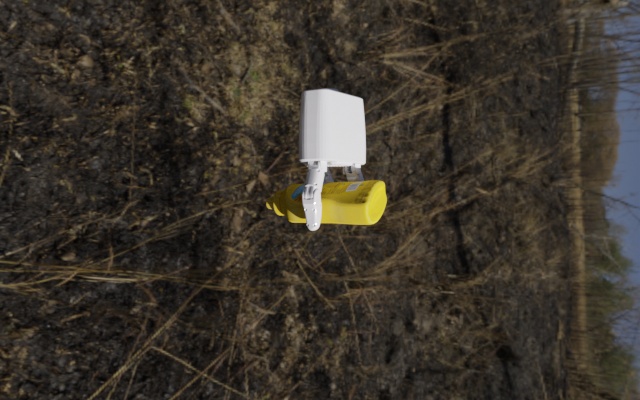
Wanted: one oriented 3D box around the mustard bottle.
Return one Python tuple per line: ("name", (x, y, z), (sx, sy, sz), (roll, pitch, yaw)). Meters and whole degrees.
("mustard bottle", (0.000, 0.003, 0.749), (0.191, 0.058, 0.096), (0, 24, 25))
